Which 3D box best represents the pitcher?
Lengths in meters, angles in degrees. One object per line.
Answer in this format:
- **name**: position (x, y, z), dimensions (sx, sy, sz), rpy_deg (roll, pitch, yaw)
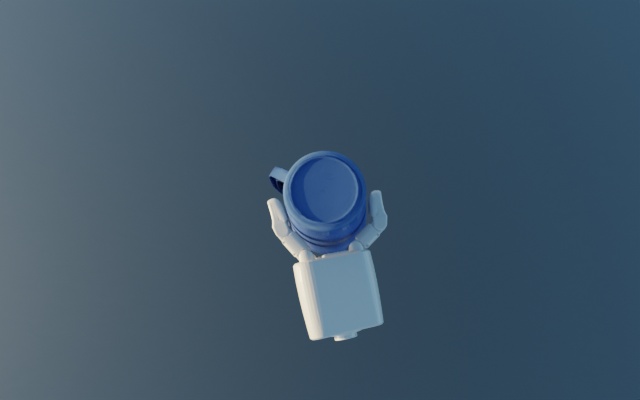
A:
- **pitcher**: position (0.000, 0.003, 0.724), dimensions (0.149, 0.145, 0.243), rpy_deg (-11, -11, 0)
